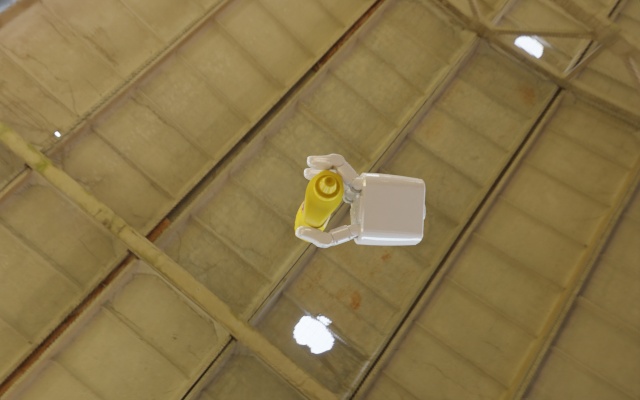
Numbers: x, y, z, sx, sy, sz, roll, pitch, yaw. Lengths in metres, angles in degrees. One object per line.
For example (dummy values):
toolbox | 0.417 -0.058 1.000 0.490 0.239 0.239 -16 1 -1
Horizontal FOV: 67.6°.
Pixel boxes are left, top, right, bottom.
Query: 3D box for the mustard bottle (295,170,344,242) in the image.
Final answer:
mustard bottle | 0.000 0.003 0.792 0.058 0.096 0.192 26 -21 0
